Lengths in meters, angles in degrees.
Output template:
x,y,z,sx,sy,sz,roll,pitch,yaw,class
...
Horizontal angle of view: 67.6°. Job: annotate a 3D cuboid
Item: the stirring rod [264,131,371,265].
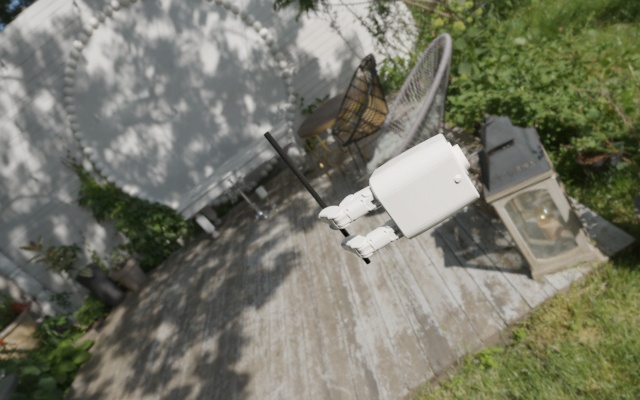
x,y,z,sx,sy,sz,roll,pitch,yaw,class
0.000,0.002,0.653,0.011,0.239,0.011,-33,21,15,stirring rod
